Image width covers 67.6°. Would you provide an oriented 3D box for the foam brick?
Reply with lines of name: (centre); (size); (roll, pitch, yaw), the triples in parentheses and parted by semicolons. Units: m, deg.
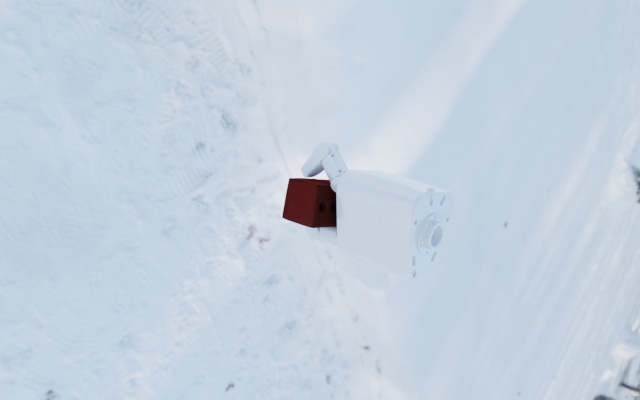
foam brick: (0.000, 0.002, 0.599); (0.051, 0.053, 0.078); (17, 13, 41)
